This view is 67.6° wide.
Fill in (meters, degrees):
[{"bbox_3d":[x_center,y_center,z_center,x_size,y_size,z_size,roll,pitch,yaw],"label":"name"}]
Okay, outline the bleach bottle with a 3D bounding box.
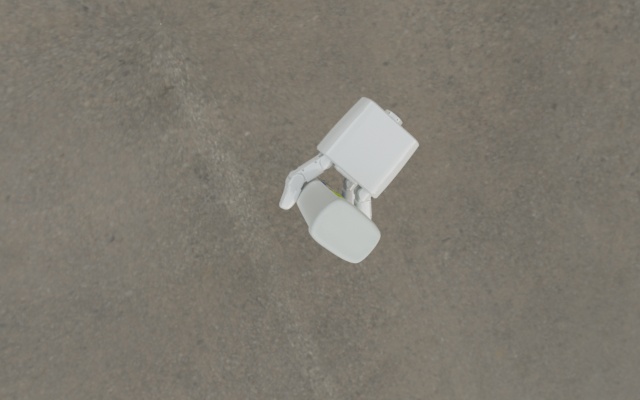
[{"bbox_3d":[0.000,0.003,0.736,0.102,0.068,0.250,38,5,-26],"label":"bleach bottle"}]
